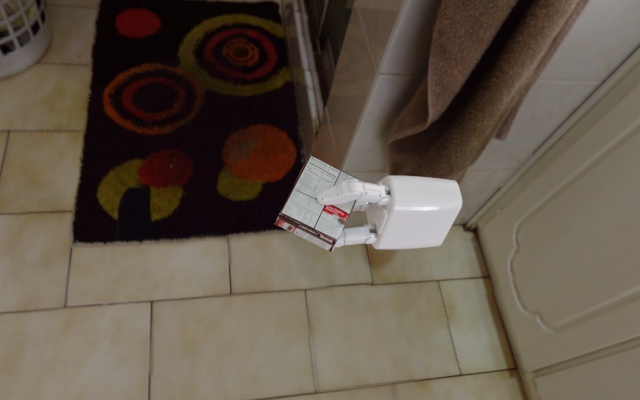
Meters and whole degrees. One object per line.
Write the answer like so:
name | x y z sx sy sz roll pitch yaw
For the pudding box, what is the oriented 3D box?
pudding box | 0.000 0.002 0.671 0.090 0.113 0.039 26 -33 0
